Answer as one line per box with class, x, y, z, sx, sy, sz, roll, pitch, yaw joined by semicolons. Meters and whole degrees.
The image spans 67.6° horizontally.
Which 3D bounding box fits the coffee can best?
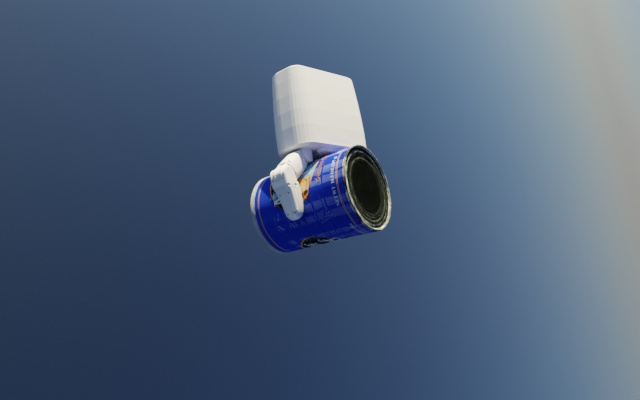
coffee can;0.000;0.002;0.583;0.140;0.103;0.103;-17;-10;33
